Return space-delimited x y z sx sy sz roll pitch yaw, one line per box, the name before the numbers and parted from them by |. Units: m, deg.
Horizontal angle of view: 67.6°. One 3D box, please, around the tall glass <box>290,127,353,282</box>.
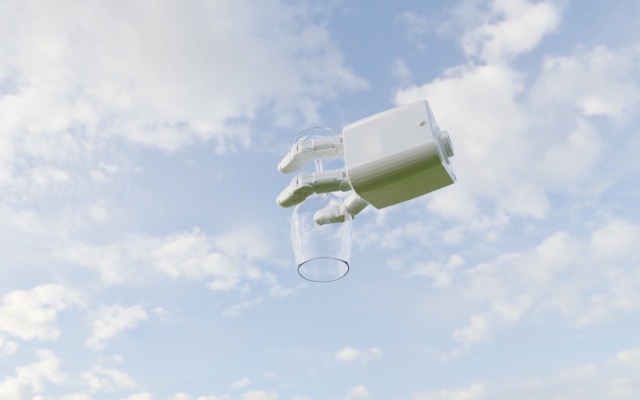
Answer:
tall glass | 0.000 0.002 0.620 0.079 0.200 0.079 -1 -36 -1
